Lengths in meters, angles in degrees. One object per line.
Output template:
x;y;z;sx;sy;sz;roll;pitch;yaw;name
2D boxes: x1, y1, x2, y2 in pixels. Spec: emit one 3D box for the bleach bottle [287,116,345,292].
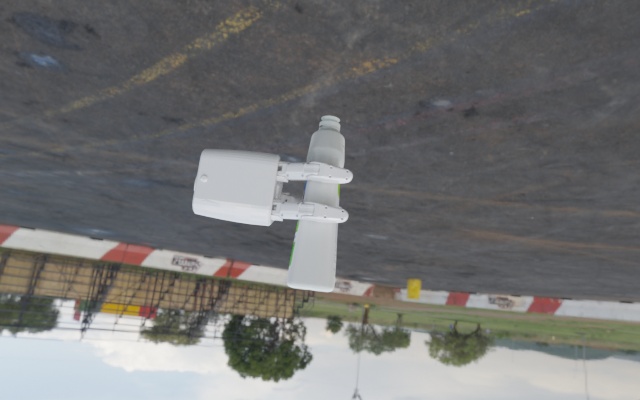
0.000;0.002;0.693;0.068;0.250;0.102;7;-12;0;bleach bottle
